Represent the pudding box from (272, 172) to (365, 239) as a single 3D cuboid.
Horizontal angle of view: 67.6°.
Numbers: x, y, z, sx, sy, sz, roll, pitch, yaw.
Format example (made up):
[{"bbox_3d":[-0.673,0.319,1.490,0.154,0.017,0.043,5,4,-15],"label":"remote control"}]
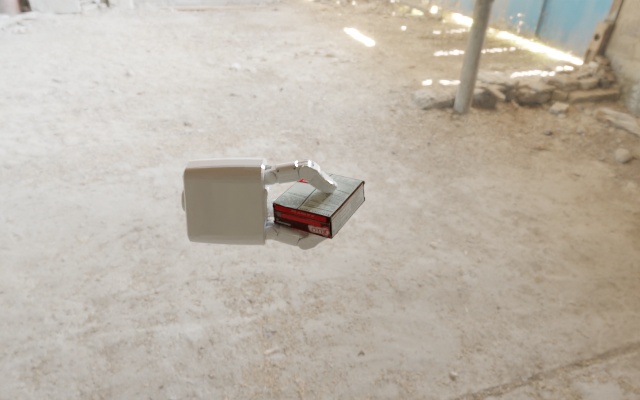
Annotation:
[{"bbox_3d":[0.000,0.002,0.662,0.090,0.039,0.113,15,36,24],"label":"pudding box"}]
